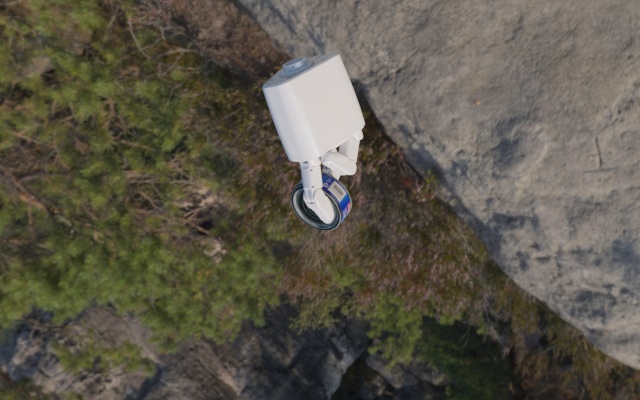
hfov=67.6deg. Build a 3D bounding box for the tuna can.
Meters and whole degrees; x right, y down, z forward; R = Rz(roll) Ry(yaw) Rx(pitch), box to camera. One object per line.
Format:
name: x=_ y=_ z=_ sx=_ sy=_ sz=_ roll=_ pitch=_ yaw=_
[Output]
tuna can: x=0.000 y=0.003 z=0.695 sx=0.086 sy=0.086 sz=0.033 roll=0 pitch=36 yaw=36
